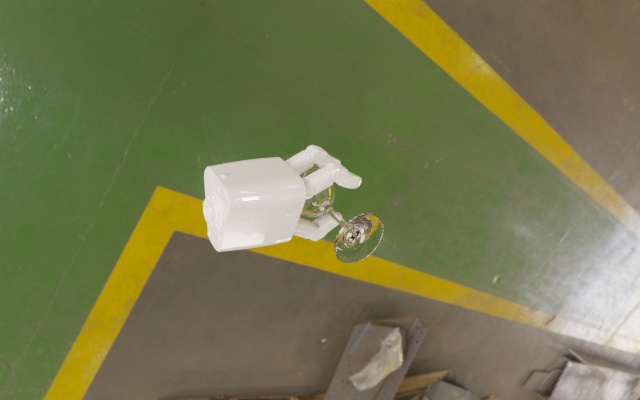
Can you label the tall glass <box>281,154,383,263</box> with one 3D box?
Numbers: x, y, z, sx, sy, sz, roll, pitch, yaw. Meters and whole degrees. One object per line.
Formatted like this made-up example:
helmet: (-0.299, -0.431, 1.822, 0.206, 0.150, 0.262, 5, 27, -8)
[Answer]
tall glass: (0.001, 0.003, 0.678, 0.079, 0.079, 0.201, 0, 28, -34)
